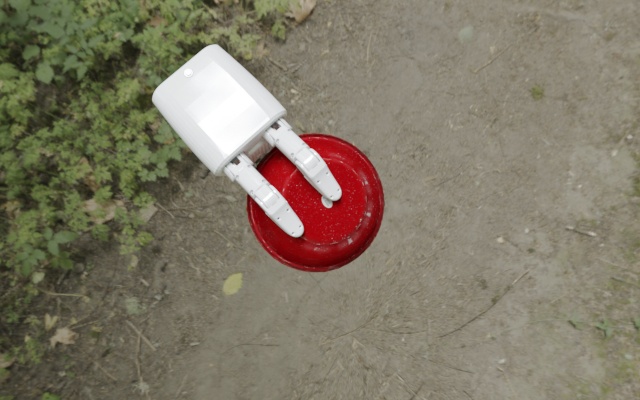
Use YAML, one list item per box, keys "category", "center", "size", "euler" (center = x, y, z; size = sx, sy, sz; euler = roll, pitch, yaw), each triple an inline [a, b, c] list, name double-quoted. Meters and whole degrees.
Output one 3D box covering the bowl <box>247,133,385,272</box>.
- category: "bowl"
  center: [0.001, 0.002, 0.528]
  size: [0.162, 0.162, 0.055]
  euler: [0, -1, -10]
